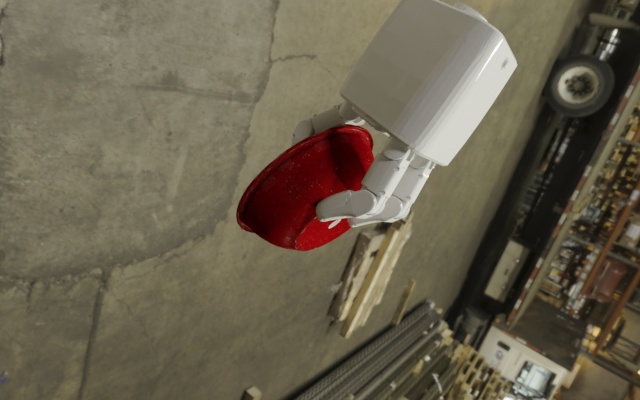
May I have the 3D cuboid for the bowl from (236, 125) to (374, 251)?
[{"bbox_3d":[0.000,0.003,0.476,0.162,0.055,0.162,-30,-22,-13],"label":"bowl"}]
